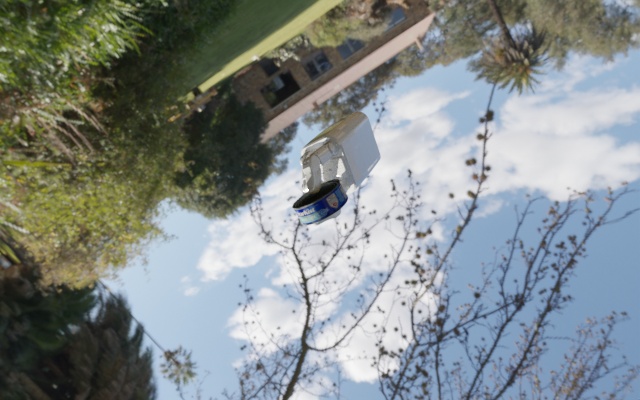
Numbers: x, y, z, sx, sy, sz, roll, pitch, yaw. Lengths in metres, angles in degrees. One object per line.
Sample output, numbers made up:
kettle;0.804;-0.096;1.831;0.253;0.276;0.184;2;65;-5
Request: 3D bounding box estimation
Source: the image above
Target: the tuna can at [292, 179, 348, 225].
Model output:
tuna can;0.000;0.003;0.754;0.086;0.034;0.086;-28;14;8
